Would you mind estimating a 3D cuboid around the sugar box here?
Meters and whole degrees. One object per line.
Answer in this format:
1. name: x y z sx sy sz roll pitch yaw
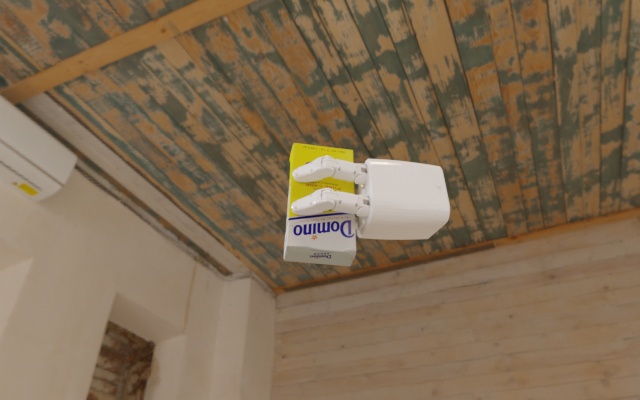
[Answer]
1. sugar box: 0.000 0.002 0.668 0.093 0.176 0.048 5 -38 -7
